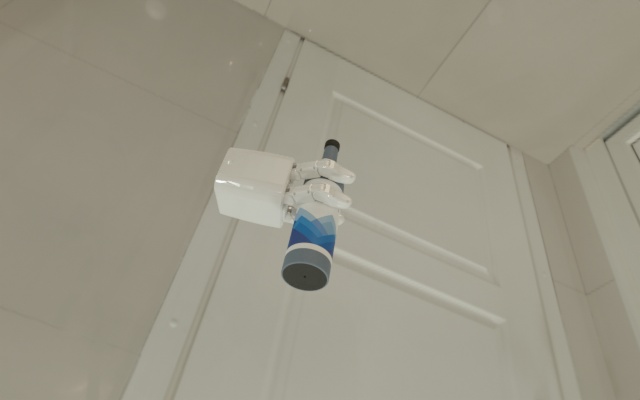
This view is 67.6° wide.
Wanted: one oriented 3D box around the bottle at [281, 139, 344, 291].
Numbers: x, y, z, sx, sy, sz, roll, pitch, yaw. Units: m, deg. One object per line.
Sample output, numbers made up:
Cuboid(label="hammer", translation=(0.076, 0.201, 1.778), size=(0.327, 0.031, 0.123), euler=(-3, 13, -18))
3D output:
Cuboid(label="bottle", translation=(0.000, 0.003, 0.753), size=(0.069, 0.069, 0.295), euler=(0, 44, 12))
